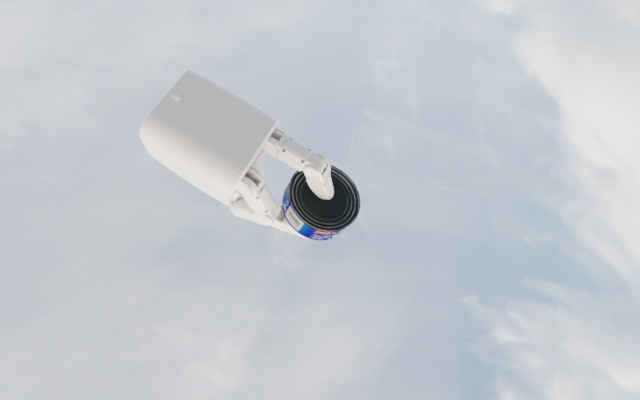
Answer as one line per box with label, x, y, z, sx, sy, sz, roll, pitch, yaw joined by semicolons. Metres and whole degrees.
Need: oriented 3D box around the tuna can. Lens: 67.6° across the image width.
tuna can;0.000;0.002;0.548;0.086;0.086;0.034;0;-26;-22
